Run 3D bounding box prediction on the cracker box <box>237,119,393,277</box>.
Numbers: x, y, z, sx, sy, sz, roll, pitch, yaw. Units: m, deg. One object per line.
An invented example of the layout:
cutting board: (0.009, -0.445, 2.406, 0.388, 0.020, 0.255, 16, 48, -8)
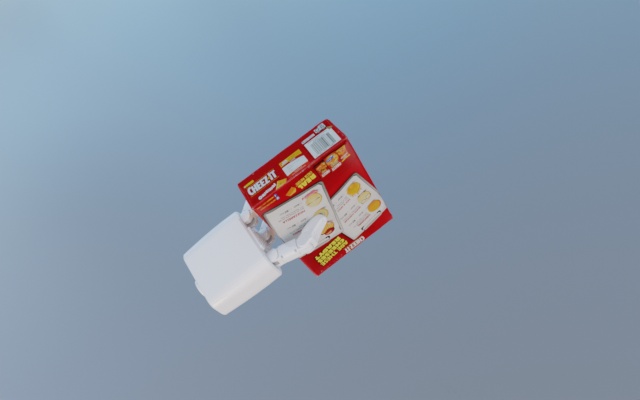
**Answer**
cracker box: (0.000, 0.002, 0.737, 0.072, 0.164, 0.214, 52, 0, 42)
